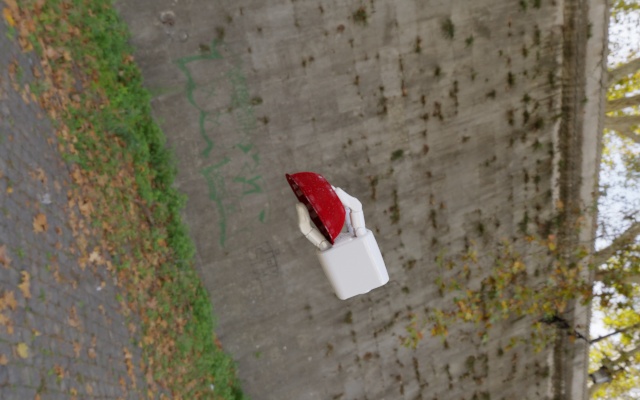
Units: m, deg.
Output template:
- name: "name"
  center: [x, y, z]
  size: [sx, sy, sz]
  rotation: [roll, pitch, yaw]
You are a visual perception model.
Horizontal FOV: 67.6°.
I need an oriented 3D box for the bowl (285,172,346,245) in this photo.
- name: "bowl"
  center: [0.000, 0.002, 0.896]
  size: [0.055, 0.162, 0.162]
  rotation: [-34, 5, -7]
